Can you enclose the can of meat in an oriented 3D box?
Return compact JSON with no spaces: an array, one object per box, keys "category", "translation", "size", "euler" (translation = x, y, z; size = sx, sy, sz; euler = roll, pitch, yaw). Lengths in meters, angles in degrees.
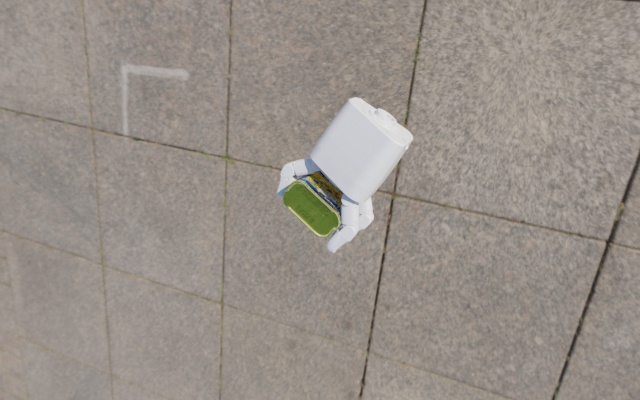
[{"category":"can of meat","translation":[0.000,0.002,0.739],"size":[0.102,0.057,0.084],"euler":[42,27,5]}]
